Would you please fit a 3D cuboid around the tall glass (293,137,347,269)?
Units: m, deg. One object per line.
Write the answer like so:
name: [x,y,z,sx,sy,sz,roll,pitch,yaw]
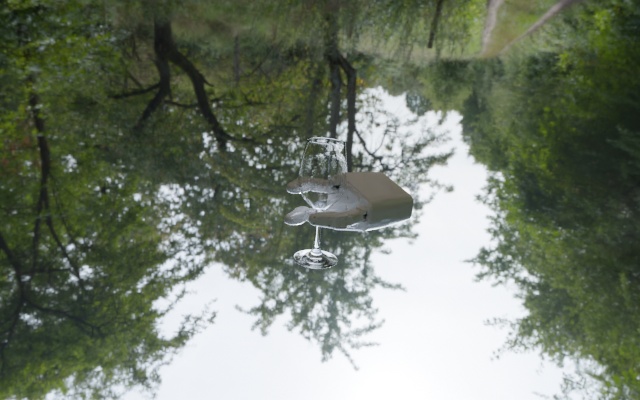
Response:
tall glass: [0.000,0.003,0.768,0.079,0.201,0.079,4,16,-1]
